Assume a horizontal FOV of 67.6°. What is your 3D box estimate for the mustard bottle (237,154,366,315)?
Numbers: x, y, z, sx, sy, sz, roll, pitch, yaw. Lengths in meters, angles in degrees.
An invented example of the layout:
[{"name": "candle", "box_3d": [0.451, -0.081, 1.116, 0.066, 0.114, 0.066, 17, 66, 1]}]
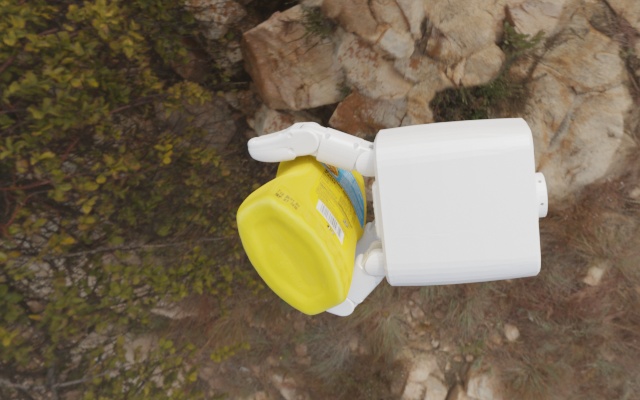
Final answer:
[{"name": "mustard bottle", "box_3d": [0.000, 0.002, 0.401, 0.058, 0.096, 0.191, -30, 15, 24]}]
